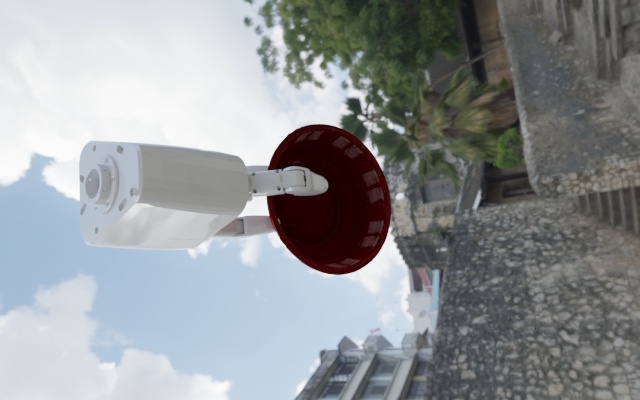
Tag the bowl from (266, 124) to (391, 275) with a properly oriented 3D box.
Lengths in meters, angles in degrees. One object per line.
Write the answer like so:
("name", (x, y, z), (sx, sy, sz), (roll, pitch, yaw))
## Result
("bowl", (0.001, 0.002, 0.521), (0.162, 0.162, 0.055), (0, -12, -35))
